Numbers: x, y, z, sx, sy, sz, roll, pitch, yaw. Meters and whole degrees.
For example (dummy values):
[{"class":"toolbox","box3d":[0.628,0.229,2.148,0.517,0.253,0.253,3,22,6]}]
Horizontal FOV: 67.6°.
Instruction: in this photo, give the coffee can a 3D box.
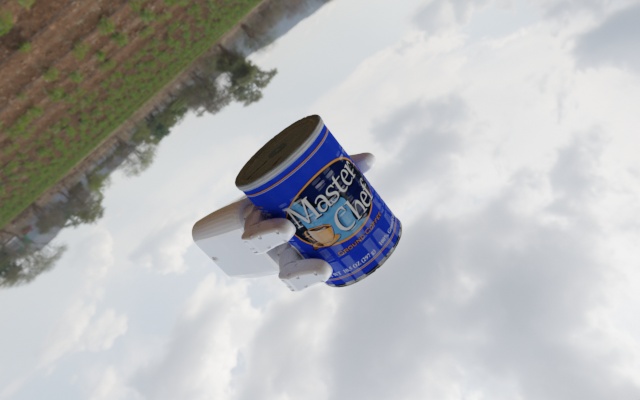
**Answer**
[{"class":"coffee can","box3d":[0.000,0.001,0.472,0.103,0.140,0.102,-34,22,16]}]
